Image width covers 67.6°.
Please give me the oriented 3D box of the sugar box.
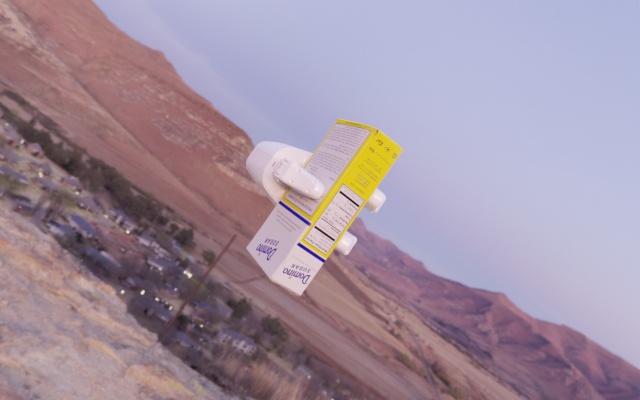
[{"bbox_3d":[0.000,0.002,0.492,0.048,0.176,0.093,34,0,-27],"label":"sugar box"}]
